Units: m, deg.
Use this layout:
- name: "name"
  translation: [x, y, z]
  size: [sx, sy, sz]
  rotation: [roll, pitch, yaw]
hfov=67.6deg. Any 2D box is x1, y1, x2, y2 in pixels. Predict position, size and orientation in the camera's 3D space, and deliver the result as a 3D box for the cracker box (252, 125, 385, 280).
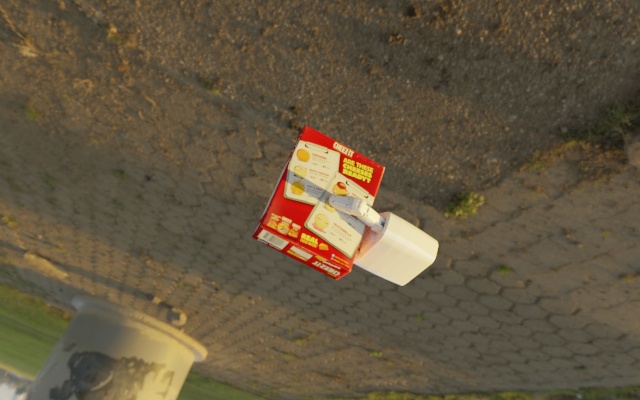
- name: "cracker box"
  translation: [0.000, 0.003, 0.816]
  size: [0.164, 0.213, 0.072]
  rotation: [27, -30, -10]
